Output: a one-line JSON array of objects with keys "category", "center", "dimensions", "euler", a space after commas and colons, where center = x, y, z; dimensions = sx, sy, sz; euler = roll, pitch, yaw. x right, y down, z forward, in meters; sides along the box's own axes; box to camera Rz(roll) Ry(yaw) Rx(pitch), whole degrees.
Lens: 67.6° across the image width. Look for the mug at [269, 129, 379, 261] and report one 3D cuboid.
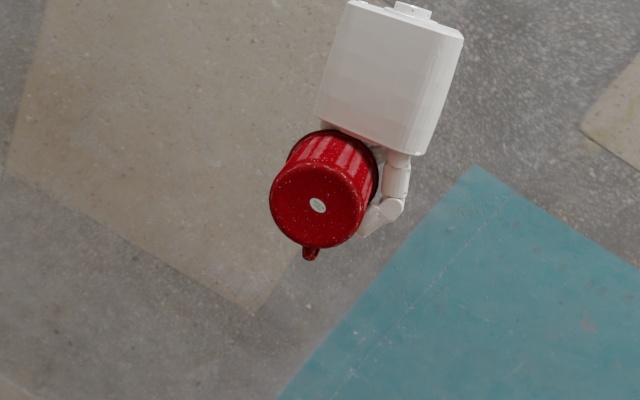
[{"category": "mug", "center": [0.000, 0.003, 0.433], "dimensions": [0.093, 0.117, 0.081], "euler": [17, 25, 5]}]
